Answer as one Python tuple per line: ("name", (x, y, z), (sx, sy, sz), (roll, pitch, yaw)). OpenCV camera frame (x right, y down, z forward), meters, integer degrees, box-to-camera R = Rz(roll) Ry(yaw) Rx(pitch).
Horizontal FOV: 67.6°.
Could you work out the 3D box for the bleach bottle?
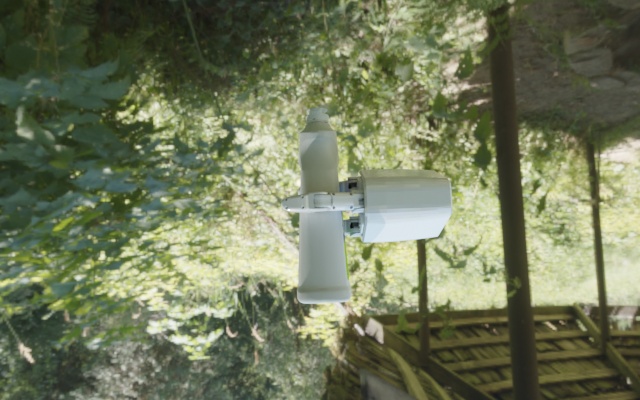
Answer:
("bleach bottle", (0.000, 0.002, 0.625), (0.068, 0.251, 0.102), (-2, -5, 0))
